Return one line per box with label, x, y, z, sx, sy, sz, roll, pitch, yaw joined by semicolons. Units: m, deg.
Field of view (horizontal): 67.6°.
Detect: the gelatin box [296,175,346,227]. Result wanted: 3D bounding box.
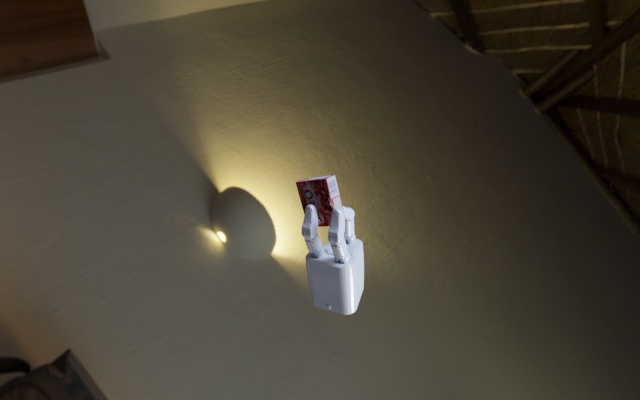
gelatin box;0.000;0.002;0.854;0.073;0.089;0.030;-5;14;41
